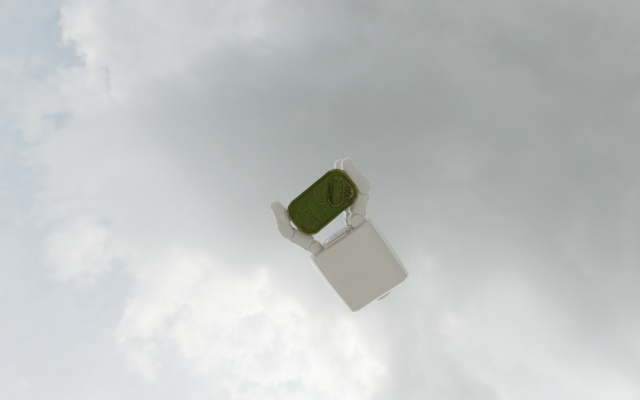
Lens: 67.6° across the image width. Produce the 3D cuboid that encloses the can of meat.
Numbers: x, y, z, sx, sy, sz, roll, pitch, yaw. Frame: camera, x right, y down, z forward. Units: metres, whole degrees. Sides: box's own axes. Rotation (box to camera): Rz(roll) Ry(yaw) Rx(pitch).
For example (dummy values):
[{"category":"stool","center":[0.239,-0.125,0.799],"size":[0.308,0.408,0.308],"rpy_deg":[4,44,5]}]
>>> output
[{"category":"can of meat","center":[0.000,0.002,0.702],"size":[0.102,0.057,0.084],"rpy_deg":[-40,3,-4]}]
